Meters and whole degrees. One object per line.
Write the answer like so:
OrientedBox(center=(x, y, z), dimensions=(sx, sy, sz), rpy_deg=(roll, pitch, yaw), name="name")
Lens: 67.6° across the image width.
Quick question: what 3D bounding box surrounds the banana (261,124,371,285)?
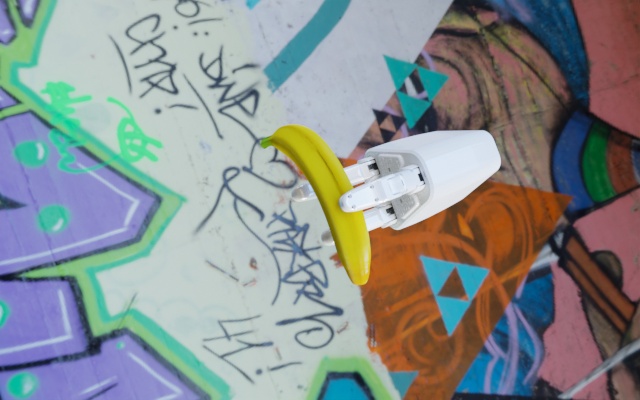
OrientedBox(center=(0.003, -0.012, 0.479), dimensions=(0.037, 0.197, 0.070), rpy_deg=(-19, -26, -29), name="banana")
